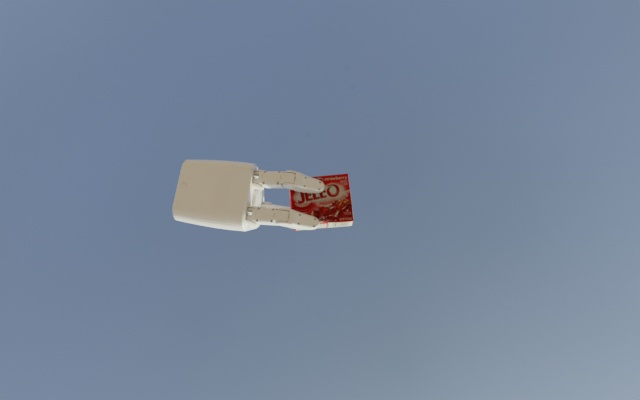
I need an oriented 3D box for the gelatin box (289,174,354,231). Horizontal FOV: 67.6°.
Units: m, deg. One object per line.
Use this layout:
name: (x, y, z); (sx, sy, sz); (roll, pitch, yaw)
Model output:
gelatin box: (0.000, 0.002, 0.696); (0.089, 0.073, 0.030); (-5, -17, -3)
